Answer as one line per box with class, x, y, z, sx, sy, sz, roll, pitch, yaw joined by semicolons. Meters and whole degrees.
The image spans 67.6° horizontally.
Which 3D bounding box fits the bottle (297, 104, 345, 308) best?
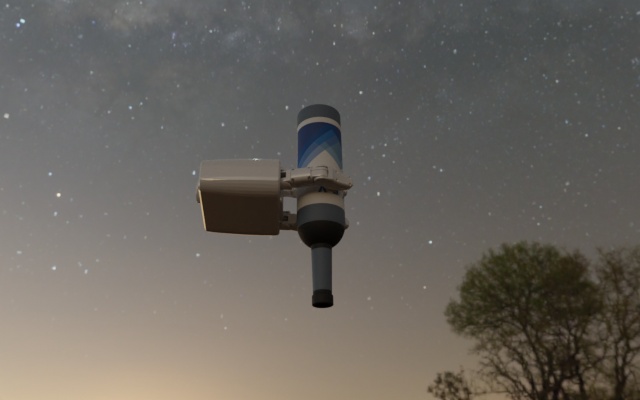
bottle;0.000;0.002;0.669;0.069;0.295;0.069;-1;-28;0
